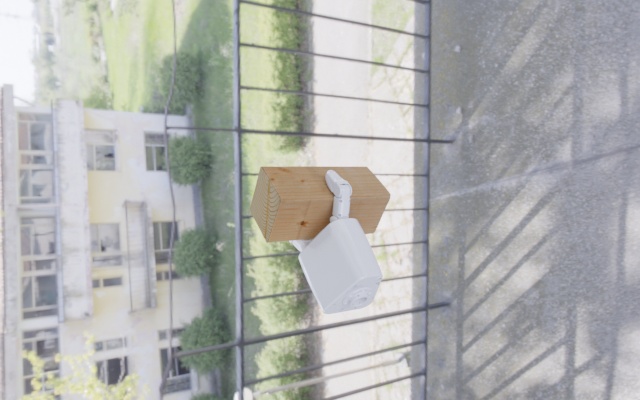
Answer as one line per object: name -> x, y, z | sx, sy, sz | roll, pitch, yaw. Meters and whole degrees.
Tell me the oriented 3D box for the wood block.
wood block -> 0.000, 0.003, 0.800 | 0.206, 0.091, 0.090 | -2, 39, -30
